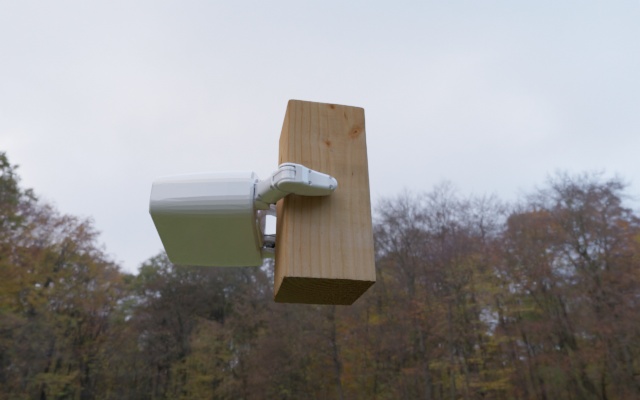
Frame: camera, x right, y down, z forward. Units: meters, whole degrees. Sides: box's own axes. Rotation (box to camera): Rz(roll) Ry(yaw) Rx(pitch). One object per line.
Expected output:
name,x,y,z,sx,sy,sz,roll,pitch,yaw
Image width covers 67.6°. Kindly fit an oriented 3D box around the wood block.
wood block,0.000,0.001,0.526,0.090,0.206,0.091,5,-27,-11
